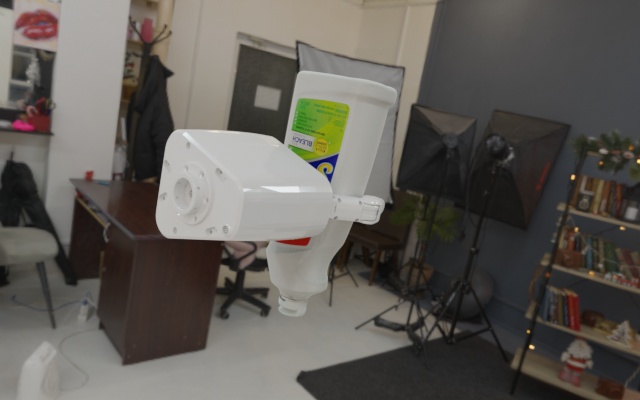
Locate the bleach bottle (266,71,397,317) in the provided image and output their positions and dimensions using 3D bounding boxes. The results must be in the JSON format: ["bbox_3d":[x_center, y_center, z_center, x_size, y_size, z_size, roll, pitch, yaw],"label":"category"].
[{"bbox_3d":[0.000,0.002,0.492,0.102,0.251,0.068,19,12,35],"label":"bleach bottle"}]
